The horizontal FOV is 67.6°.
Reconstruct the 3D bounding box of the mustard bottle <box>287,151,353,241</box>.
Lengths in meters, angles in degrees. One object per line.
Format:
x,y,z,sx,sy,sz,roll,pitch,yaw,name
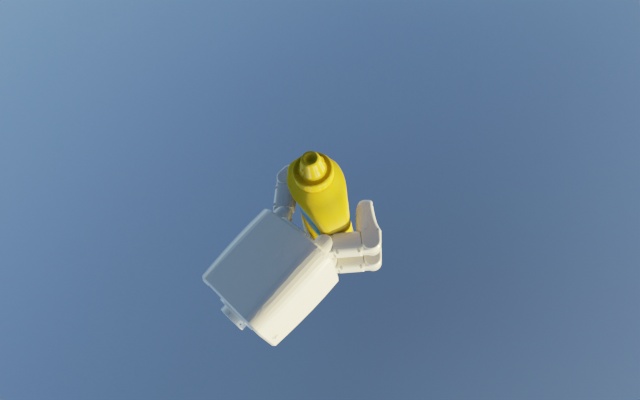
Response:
0.000,0.002,0.537,0.058,0.096,0.192,-24,-26,-4,mustard bottle
